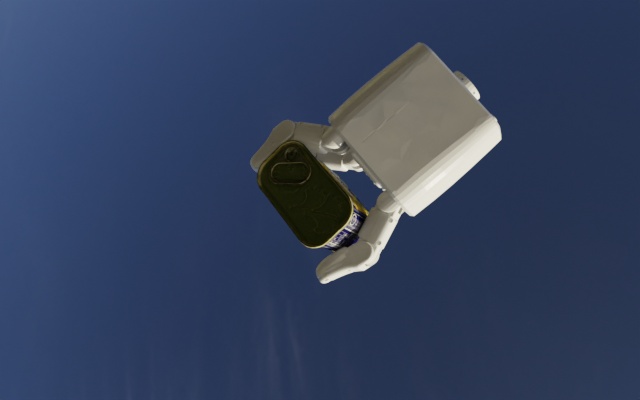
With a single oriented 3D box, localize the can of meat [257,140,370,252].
[{"bbox_3d":[0.000,0.002,0.452,0.057,0.102,0.084,-44,-26,9],"label":"can of meat"}]
